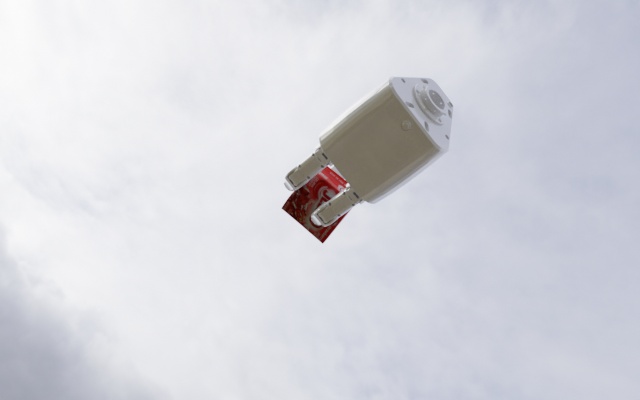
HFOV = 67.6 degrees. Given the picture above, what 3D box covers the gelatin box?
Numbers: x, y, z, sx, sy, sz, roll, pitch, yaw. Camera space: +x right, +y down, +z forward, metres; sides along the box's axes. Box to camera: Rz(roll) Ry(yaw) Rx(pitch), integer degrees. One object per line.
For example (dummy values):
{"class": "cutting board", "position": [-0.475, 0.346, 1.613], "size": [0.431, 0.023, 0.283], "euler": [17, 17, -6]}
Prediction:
{"class": "gelatin box", "position": [0.000, 0.002, 0.607], "size": [0.030, 0.073, 0.089], "euler": [-45, -6, -47]}
